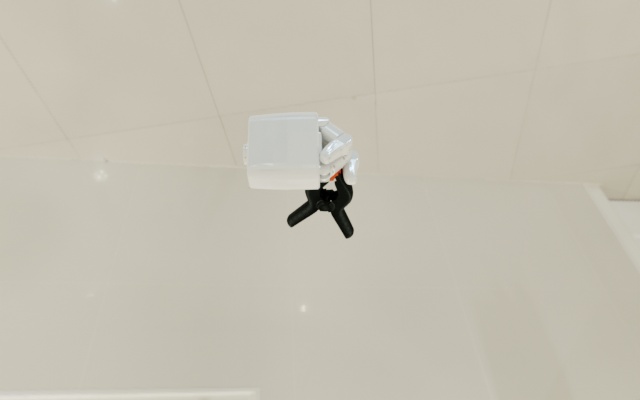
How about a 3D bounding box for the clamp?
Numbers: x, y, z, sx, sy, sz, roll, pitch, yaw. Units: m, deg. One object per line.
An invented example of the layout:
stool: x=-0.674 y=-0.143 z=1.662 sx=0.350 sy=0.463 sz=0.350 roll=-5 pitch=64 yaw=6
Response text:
clamp: x=0.000 y=0.003 z=0.802 sx=0.120 sy=0.039 sz=0.172 roll=2 pitch=-43 yaw=1
